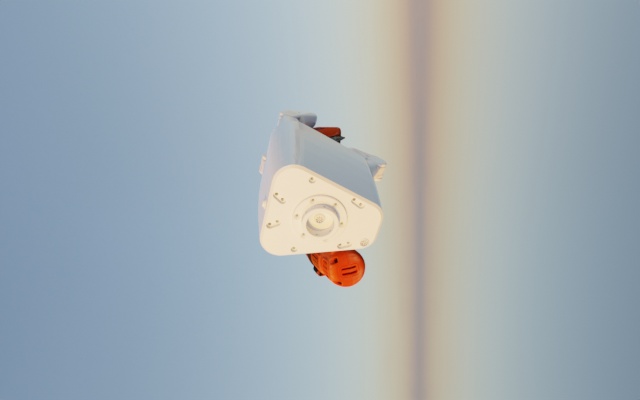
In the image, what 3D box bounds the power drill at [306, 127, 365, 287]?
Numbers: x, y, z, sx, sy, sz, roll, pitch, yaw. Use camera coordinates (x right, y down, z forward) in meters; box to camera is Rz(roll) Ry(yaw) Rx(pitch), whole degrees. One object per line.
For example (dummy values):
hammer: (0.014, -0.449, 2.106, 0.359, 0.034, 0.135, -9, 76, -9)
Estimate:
power drill: (0.000, 0.002, 0.609, 0.057, 0.188, 0.184, -14, 11, -14)
